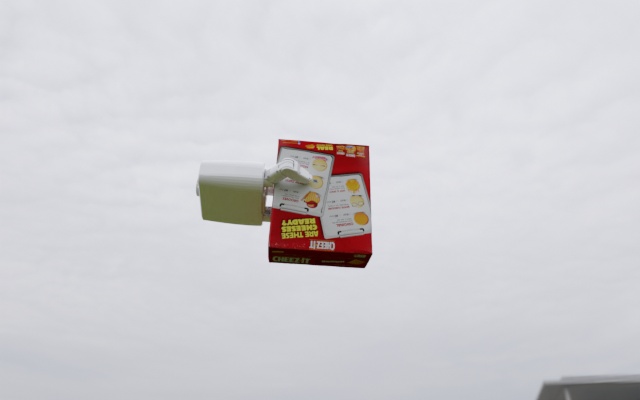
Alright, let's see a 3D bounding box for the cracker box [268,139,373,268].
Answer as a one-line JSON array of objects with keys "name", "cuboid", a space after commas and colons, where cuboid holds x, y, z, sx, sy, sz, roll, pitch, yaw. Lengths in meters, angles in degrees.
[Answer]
[{"name": "cracker box", "cuboid": [0.000, 0.002, 0.809, 0.164, 0.213, 0.072, 4, -31, -3]}]
